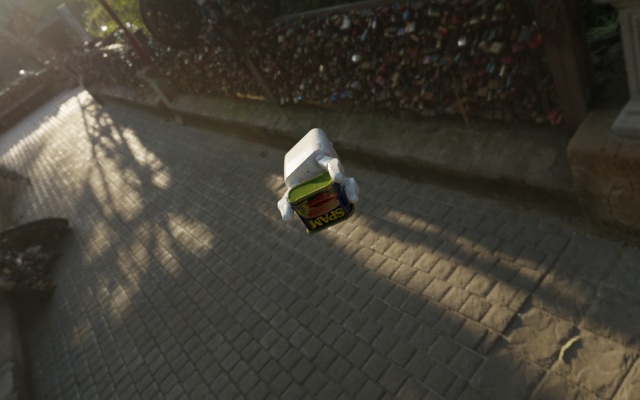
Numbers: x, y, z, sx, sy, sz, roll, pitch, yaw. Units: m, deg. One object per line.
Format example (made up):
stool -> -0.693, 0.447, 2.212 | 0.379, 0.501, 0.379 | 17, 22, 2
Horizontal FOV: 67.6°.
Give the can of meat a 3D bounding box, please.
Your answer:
can of meat -> 0.000, 0.003, 0.892 | 0.102, 0.084, 0.057 | -24, 32, 14
